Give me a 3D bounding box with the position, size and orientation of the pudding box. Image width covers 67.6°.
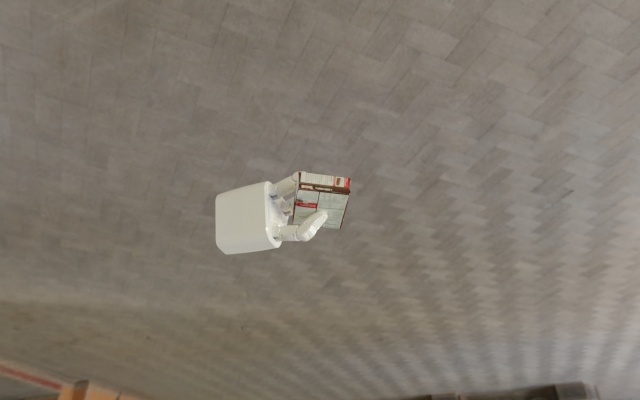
[{"bbox_3d":[0.000,0.003,0.819,0.090,0.039,0.114,6,-34,-4],"label":"pudding box"}]
